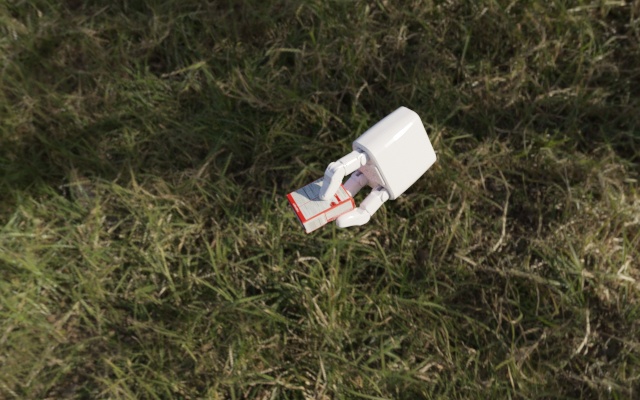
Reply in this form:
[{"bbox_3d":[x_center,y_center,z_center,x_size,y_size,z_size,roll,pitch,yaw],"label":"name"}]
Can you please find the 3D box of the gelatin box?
[{"bbox_3d":[0.000,0.002,0.764,0.089,0.030,0.073,-27,46,-7],"label":"gelatin box"}]
